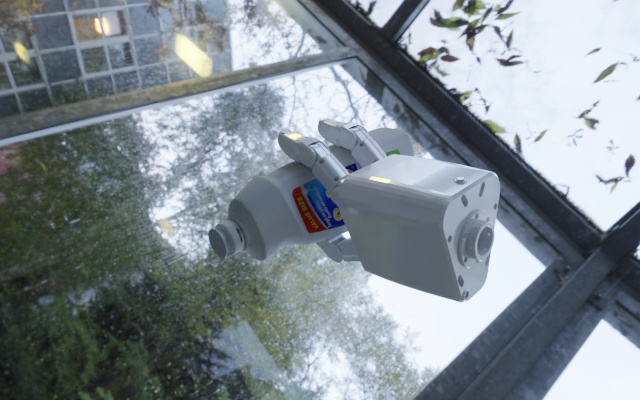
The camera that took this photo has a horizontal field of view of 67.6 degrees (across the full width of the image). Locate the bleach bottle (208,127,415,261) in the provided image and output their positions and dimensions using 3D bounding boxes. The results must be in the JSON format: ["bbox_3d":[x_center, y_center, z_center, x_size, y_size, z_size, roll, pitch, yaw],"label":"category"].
[{"bbox_3d":[0.000,0.002,0.496,0.250,0.103,0.068,-26,28,-37],"label":"bleach bottle"}]
